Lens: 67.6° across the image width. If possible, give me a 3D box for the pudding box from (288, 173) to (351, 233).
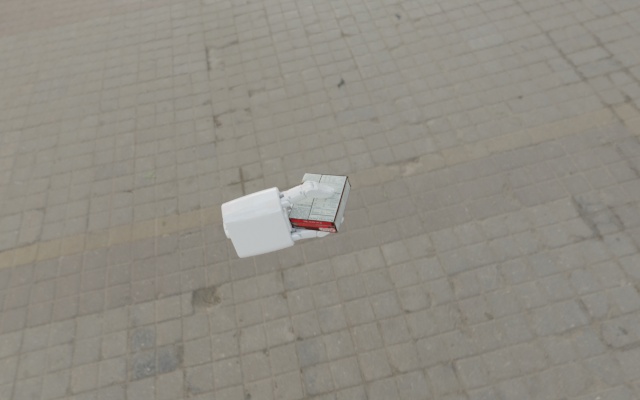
[{"bbox_3d":[0.000,0.003,0.886,0.090,0.113,0.039,6,-34,18],"label":"pudding box"}]
